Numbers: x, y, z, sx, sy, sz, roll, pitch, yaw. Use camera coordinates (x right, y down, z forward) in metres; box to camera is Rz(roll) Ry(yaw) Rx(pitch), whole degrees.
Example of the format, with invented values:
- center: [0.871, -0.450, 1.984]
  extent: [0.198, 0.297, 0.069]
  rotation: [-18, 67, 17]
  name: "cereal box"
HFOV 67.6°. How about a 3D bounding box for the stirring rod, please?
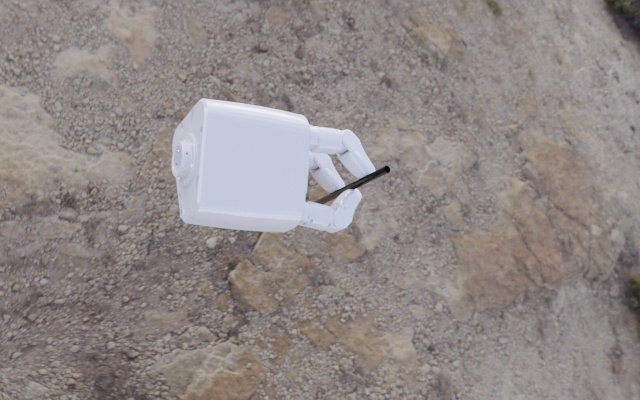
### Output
- center: [0.000, 0.002, 0.572]
  extent: [0.011, 0.011, 0.239]
  rotation: [0, -16, -35]
  name: "stirring rod"
